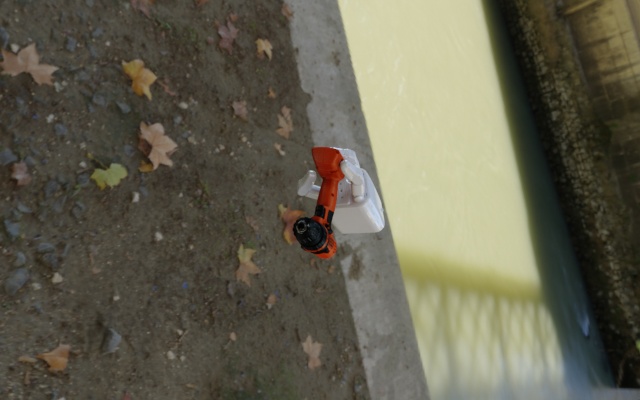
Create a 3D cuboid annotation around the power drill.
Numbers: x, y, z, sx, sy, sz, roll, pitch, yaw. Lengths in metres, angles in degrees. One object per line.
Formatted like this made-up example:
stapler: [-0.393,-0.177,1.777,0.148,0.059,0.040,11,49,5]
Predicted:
power drill: [0.000,0.002,0.859,0.057,0.187,0.184,7,-15,14]
